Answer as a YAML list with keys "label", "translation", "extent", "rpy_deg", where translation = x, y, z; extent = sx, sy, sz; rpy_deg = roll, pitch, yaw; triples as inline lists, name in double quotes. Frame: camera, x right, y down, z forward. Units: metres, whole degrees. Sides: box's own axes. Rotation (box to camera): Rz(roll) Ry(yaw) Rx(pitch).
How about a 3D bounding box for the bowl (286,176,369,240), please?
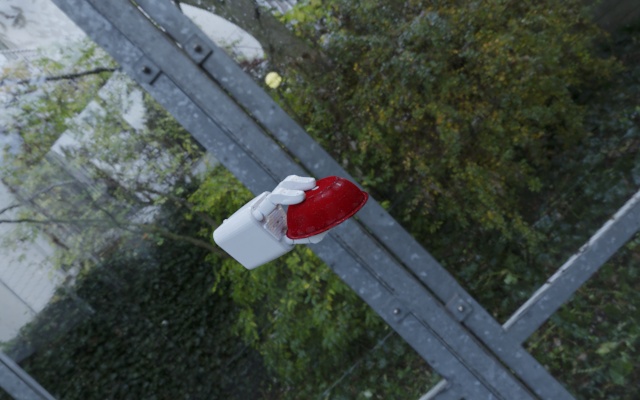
- label: "bowl"
  translation: [0.001, 0.002, 0.831]
  extent: [0.162, 0.055, 0.162]
  rpy_deg: [-25, 15, 7]
